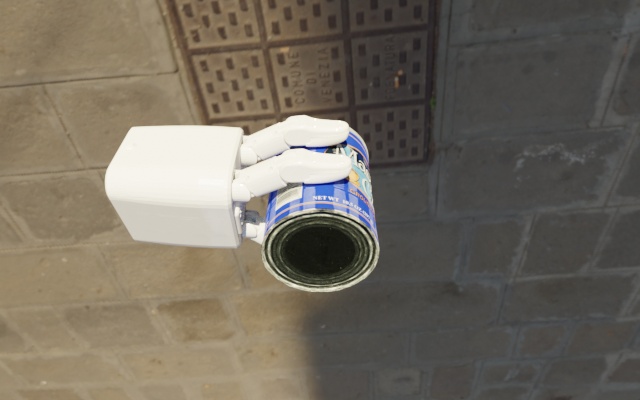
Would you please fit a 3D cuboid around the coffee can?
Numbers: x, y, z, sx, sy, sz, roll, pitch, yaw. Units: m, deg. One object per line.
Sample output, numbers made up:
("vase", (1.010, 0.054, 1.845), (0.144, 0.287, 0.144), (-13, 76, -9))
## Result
("coffee can", (0.000, 0.001, 0.463), (0.103, 0.103, 0.140), (0, 41, 0))
